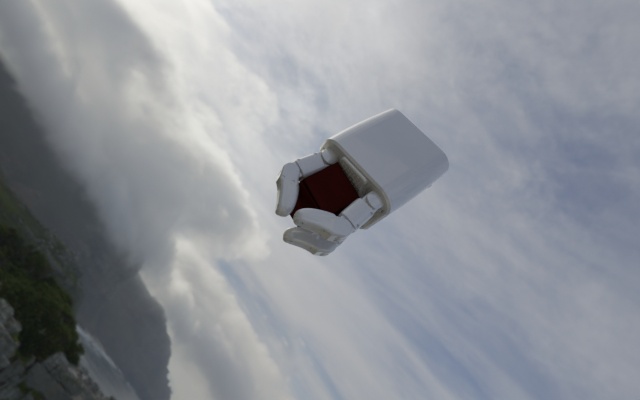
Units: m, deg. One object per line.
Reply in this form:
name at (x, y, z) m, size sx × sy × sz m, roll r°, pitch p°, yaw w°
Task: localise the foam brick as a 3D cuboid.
foam brick at (0.000, 0.002, 0.548) m, size 0.051 × 0.053 × 0.078 m, roll -29°, pitch -7°, yaw -26°
